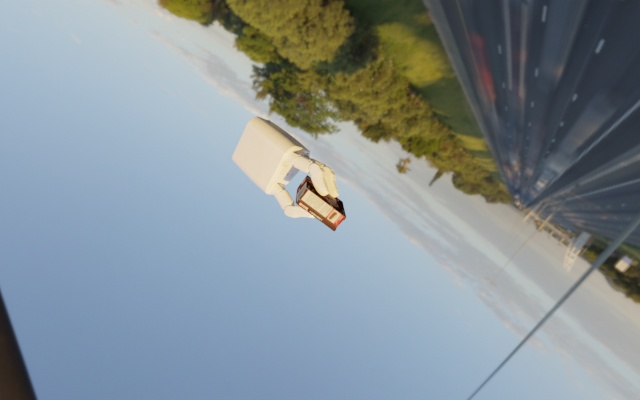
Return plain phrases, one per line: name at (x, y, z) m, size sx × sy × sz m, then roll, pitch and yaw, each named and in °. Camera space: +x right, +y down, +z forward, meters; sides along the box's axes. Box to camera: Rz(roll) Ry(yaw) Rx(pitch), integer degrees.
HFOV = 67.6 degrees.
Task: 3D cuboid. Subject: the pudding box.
pudding box at (0.000, 0.003, 0.879) m, size 0.090 × 0.039 × 0.113 m, roll 36°, pitch 13°, yaw -10°
